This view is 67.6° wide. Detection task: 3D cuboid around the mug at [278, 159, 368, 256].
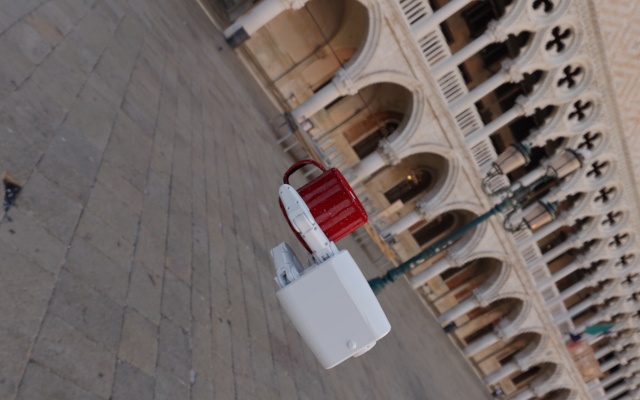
[{"bbox_3d":[0.000,0.001,0.602,0.081,0.117,0.093,-33,-6,7],"label":"mug"}]
